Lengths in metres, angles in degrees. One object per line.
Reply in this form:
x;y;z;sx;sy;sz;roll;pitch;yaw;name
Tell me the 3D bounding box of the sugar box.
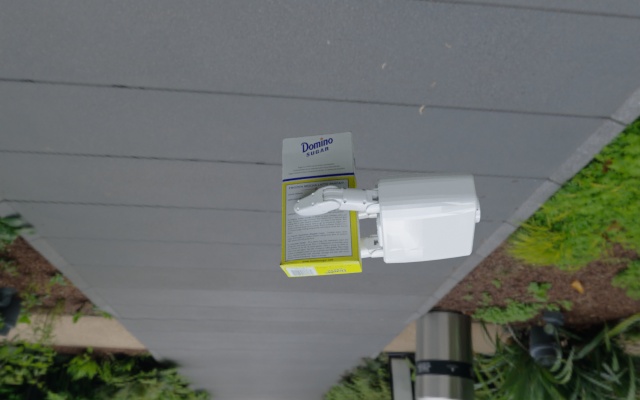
0.000;0.002;0.592;0.093;0.176;0.048;-4;-28;8;sugar box
